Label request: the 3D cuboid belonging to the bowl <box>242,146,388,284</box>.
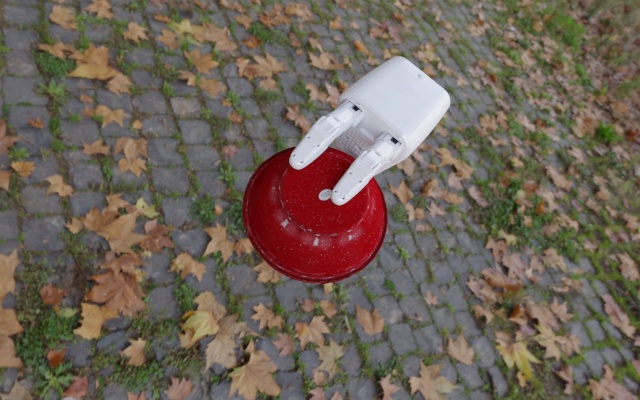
[{"bbox_3d":[0.000,0.003,0.498,0.162,0.162,0.055,0,-22,-11],"label":"bowl"}]
